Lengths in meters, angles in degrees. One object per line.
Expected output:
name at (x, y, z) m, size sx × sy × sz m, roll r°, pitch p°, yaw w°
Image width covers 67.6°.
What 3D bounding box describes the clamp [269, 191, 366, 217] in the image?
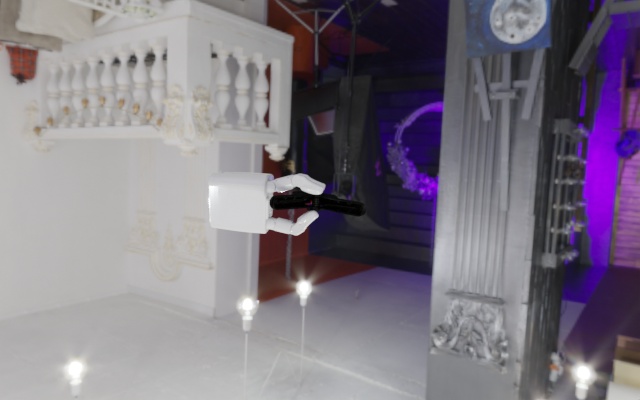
clamp at (0.000, 0.004, 0.897) m, size 0.164 × 0.036 × 0.210 m, roll 6°, pitch 5°, yaw 3°
